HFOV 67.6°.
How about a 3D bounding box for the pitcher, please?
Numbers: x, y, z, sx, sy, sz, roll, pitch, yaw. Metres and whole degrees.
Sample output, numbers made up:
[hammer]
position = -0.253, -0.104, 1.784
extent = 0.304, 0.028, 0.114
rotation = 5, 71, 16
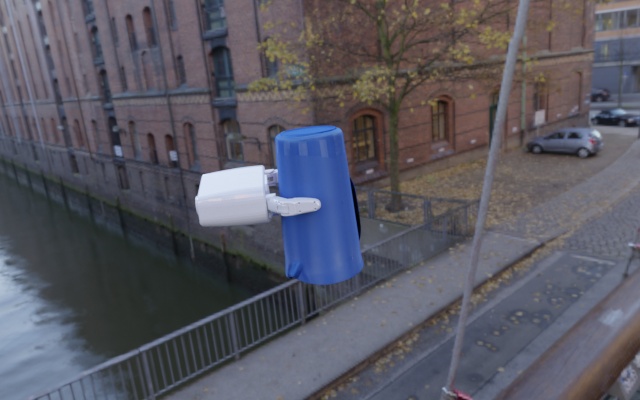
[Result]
[pitcher]
position = 0.000, 0.003, 0.789
extent = 0.145, 0.243, 0.149
rotation = -7, 15, -4
